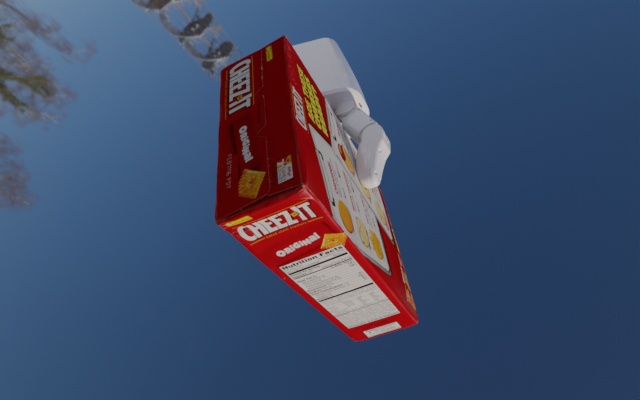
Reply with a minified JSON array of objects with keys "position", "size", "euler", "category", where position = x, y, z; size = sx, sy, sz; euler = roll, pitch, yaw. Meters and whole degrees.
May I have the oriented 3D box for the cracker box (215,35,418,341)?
[{"position":[0.000,0.001,0.401],"size":[0.072,0.164,0.214],"euler":[-23,-43,16],"category":"cracker box"}]
